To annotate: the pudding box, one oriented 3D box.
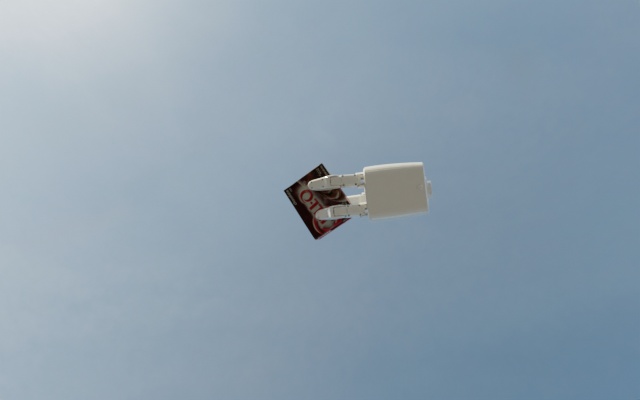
[{"bbox_3d":[0.000,0.003,0.881,0.090,0.113,0.039,-35,-13,8],"label":"pudding box"}]
